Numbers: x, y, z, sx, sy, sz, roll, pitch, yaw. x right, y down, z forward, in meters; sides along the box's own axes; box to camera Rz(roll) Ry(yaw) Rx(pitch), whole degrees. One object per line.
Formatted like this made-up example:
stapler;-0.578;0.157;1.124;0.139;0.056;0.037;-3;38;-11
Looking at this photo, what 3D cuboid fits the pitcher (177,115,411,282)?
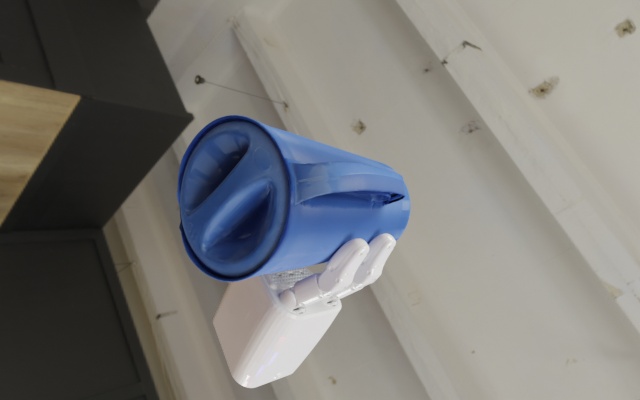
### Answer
pitcher;0.000;0.002;0.467;0.149;0.145;0.243;40;21;30
